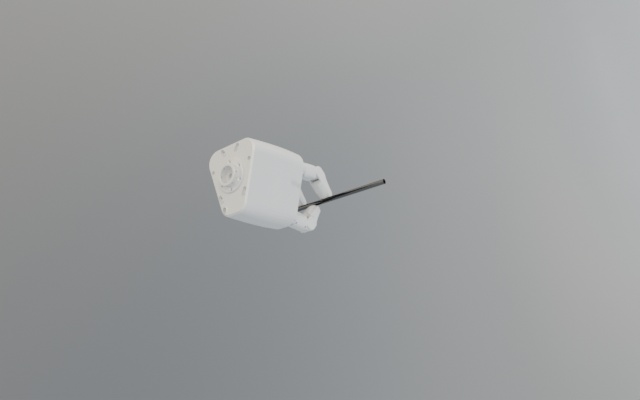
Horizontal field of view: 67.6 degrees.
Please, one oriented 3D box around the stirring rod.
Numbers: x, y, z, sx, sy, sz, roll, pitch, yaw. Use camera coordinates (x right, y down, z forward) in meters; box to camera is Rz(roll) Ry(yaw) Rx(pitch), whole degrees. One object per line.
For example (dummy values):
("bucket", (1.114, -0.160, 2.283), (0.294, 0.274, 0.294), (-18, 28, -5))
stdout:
("stirring rod", (0.000, 0.003, 0.784), (0.239, 0.011, 0.011), (-18, -10, 33))
